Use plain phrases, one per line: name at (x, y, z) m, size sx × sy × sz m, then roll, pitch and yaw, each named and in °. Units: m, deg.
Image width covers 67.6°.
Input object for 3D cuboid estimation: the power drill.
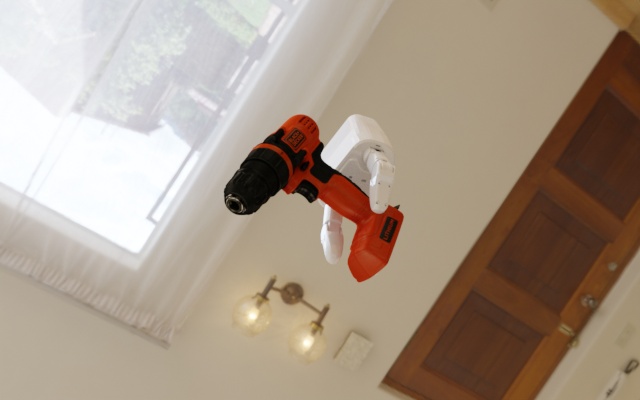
power drill at (0.000, 0.002, 0.529) m, size 0.057 × 0.187 × 0.184 m, roll -40°, pitch 11°, yaw 39°
